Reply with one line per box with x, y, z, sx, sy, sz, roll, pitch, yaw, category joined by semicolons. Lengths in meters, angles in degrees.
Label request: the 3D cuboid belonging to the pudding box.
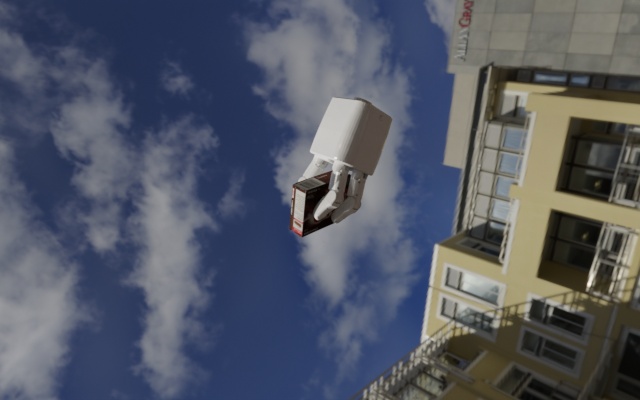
0.000;0.003;0.823;0.113;0.090;0.039;-20;36;-39;pudding box
